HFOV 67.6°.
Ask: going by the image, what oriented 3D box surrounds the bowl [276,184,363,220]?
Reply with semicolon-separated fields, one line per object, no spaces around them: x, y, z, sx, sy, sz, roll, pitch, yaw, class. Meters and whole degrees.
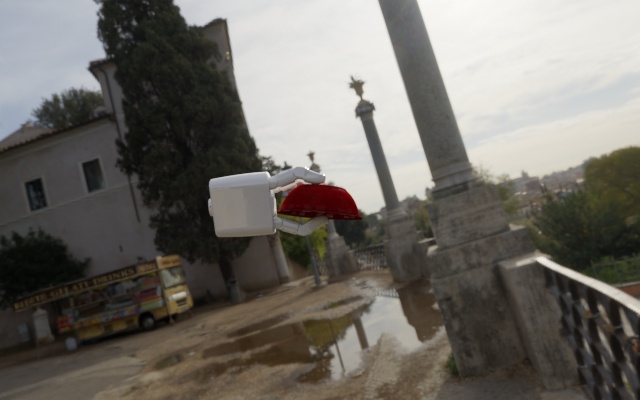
0.001;0.003;0.890;0.162;0.055;0.162;5;-6;0;bowl
